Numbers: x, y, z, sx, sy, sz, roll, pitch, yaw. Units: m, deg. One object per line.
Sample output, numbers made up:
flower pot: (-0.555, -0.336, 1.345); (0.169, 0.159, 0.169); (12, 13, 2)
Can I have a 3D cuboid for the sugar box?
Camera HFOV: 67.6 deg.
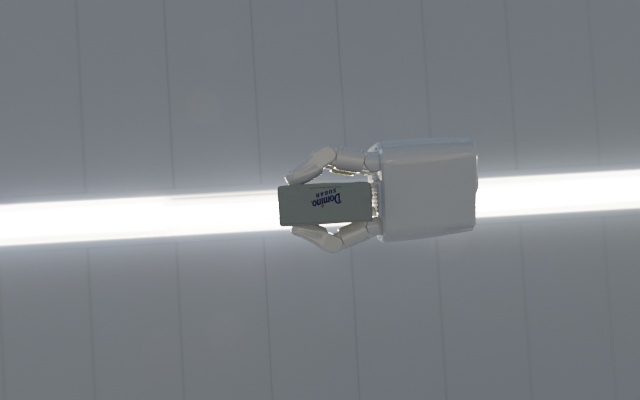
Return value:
sugar box: (0.000, 0.001, 0.542); (0.093, 0.048, 0.176); (-3, -1, -4)
